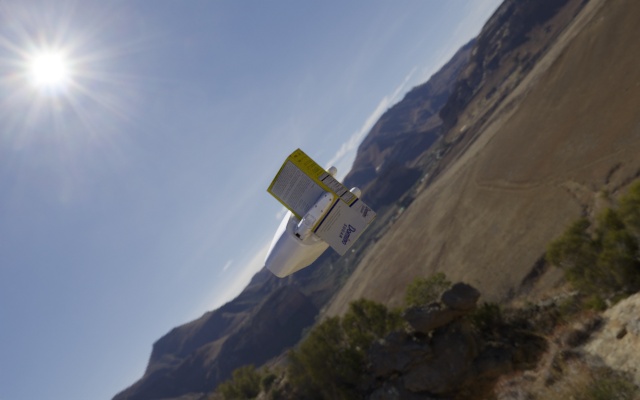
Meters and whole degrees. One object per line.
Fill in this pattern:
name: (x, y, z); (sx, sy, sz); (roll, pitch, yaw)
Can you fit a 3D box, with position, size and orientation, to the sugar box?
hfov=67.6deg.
sugar box: (0.000, 0.002, 0.813); (0.093, 0.176, 0.048); (-54, -6, 38)
